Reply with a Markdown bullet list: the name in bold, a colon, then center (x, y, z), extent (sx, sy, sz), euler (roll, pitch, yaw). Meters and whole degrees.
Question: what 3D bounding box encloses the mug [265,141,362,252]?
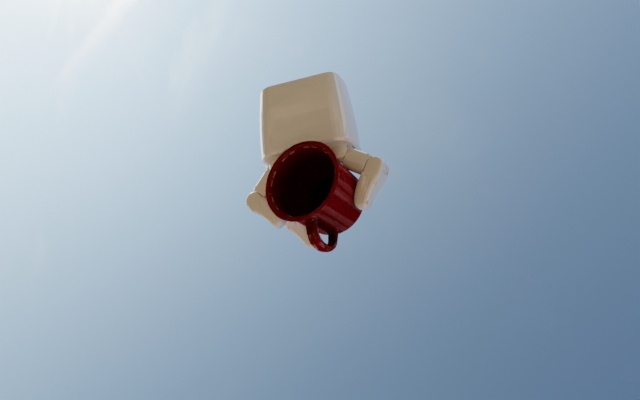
- **mug**: center (0.000, 0.003, 0.537), extent (0.093, 0.117, 0.081), euler (-21, -29, 23)
